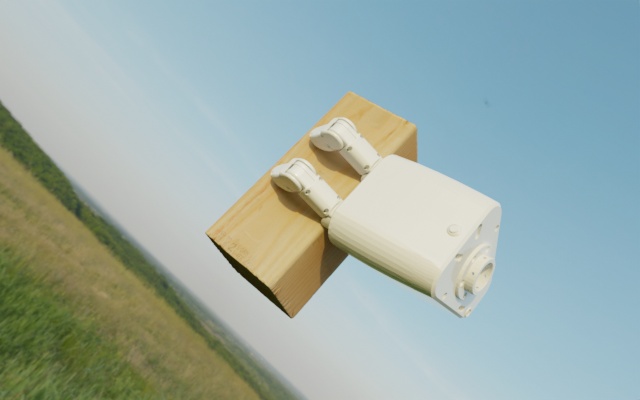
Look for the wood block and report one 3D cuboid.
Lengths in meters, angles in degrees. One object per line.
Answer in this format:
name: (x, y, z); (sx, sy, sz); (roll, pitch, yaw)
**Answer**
wood block: (0.001, 0.002, 0.480); (0.090, 0.206, 0.091); (34, -20, 28)
